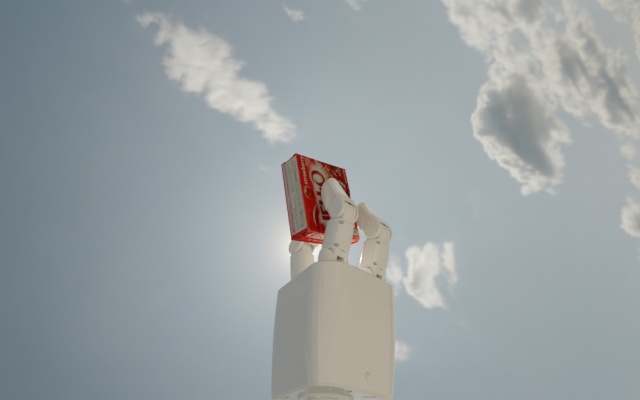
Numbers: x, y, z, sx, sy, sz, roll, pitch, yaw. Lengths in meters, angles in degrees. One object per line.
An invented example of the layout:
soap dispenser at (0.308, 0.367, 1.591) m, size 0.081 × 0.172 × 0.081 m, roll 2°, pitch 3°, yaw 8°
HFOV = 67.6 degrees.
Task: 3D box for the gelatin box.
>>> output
gelatin box at (0.000, 0.002, 0.500) m, size 0.073 × 0.089 × 0.030 m, roll 14°, pitch -34°, yaw -41°
